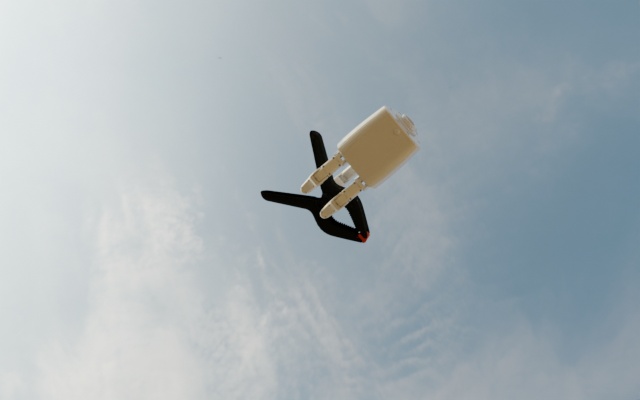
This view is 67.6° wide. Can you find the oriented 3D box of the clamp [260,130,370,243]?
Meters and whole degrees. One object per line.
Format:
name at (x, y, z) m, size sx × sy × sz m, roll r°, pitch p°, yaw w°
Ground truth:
clamp at (0.001, 0.003, 0.858) m, size 0.164 × 0.210 × 0.036 m, roll -40°, pitch 0°, yaw 25°
